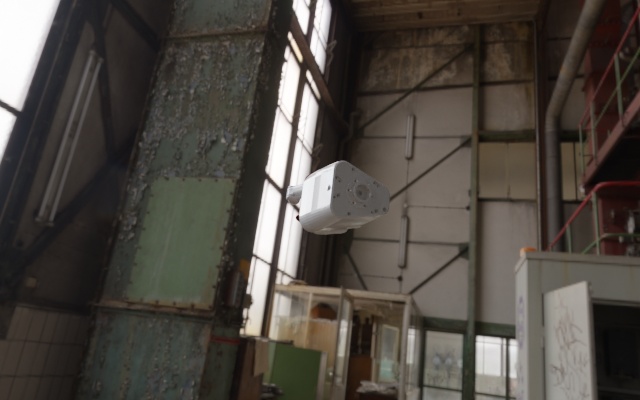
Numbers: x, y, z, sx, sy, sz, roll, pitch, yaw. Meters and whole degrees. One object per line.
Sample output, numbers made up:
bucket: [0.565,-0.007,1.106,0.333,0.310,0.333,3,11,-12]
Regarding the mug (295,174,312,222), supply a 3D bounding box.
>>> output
mug: [0.000,0.003,0.889,0.093,0.081,0.117,16,-18,-24]
